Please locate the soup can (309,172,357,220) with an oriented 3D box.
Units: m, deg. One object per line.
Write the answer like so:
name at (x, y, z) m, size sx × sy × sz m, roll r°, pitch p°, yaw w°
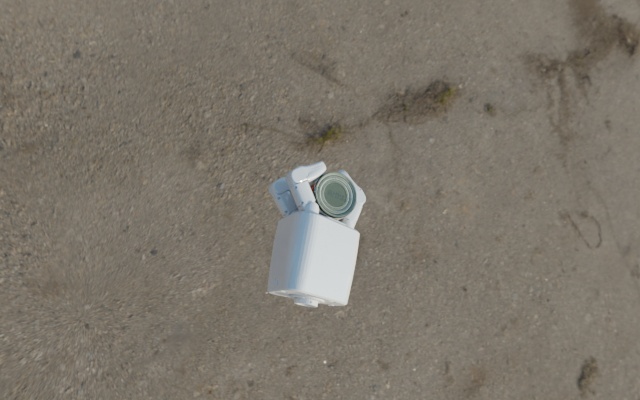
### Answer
soup can at (0.000, 0.002, 0.701) m, size 0.068 × 0.068 × 0.102 m, roll 0°, pitch -12°, yaw -26°
